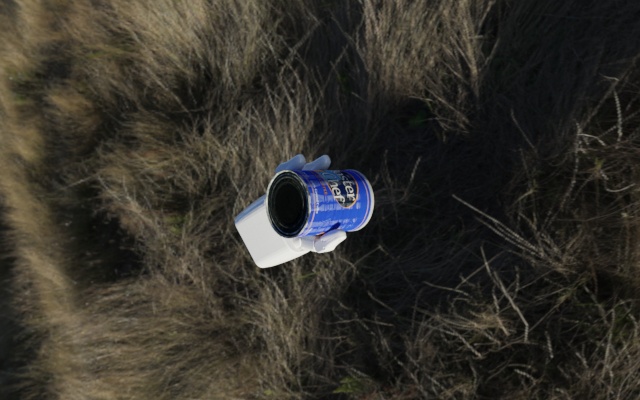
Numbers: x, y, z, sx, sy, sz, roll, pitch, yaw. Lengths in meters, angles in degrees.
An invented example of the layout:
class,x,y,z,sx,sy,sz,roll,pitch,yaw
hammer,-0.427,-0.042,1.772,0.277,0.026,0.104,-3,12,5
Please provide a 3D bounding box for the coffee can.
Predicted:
class,x,y,z,sx,sy,sz,roll,pitch,yaw
coffee can,0.000,0.002,0.750,0.140,0.103,0.103,-3,2,-43
